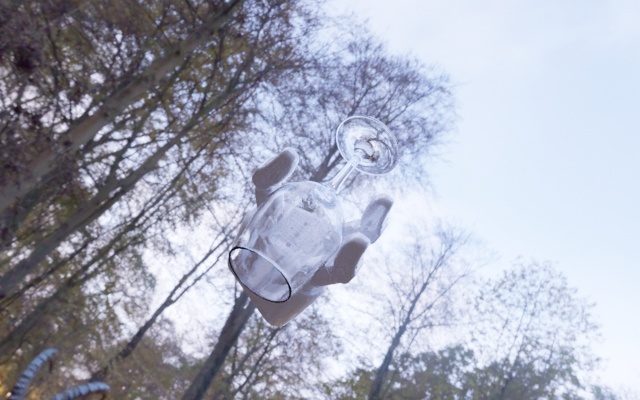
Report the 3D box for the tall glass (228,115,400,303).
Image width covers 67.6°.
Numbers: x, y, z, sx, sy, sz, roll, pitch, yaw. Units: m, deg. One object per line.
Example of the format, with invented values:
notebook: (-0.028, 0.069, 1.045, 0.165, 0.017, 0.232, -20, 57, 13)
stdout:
tall glass: (0.000, 0.001, 0.445, 0.079, 0.079, 0.201, 0, 36, 38)
